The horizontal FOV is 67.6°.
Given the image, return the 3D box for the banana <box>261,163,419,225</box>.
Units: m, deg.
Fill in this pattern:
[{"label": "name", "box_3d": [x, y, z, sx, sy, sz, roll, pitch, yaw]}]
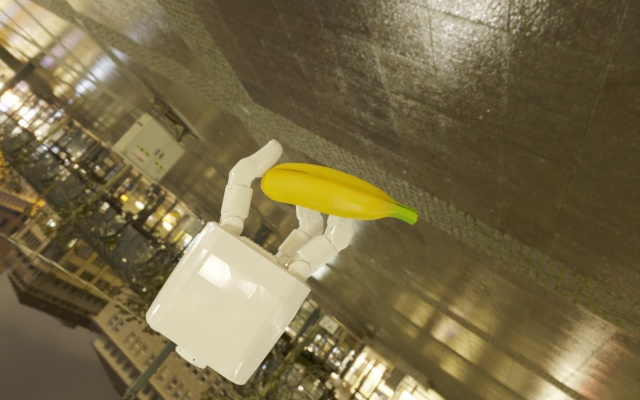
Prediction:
[{"label": "banana", "box_3d": [-0.009, -0.007, 0.436, 0.198, 0.037, 0.070, 15, -19, 48]}]
